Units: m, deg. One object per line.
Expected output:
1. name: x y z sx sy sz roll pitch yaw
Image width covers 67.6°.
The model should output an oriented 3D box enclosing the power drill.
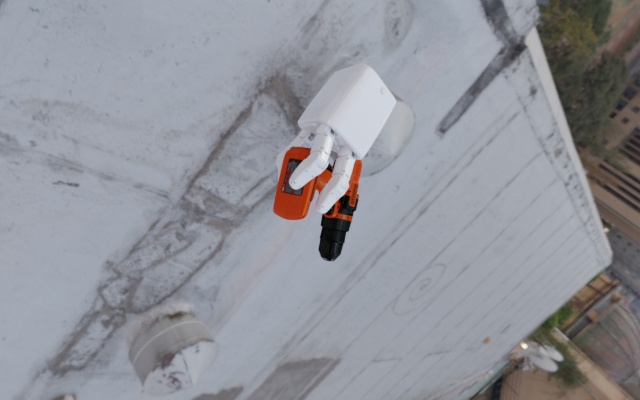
1. power drill: 0.000 0.002 0.747 0.057 0.184 0.188 9 -3 27
